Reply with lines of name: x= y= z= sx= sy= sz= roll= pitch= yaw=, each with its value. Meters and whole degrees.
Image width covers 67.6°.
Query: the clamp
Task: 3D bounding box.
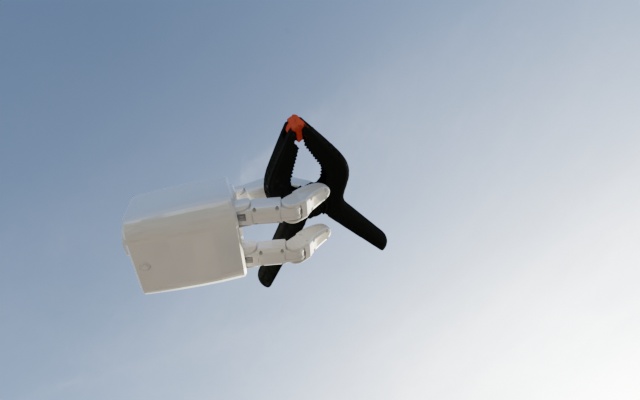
clamp: x=0.000 y=0.001 z=0.538 sx=0.164 sy=0.210 sz=0.036 roll=-12 pitch=36 yaw=-13
